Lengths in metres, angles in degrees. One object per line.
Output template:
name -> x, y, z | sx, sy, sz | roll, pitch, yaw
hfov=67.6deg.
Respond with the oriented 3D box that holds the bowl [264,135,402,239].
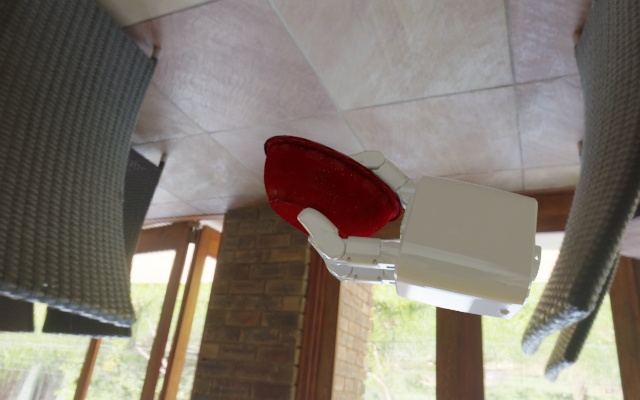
bowl -> -0.001, 0.002, 0.496 | 0.162, 0.055, 0.162 | 26, -17, 8
